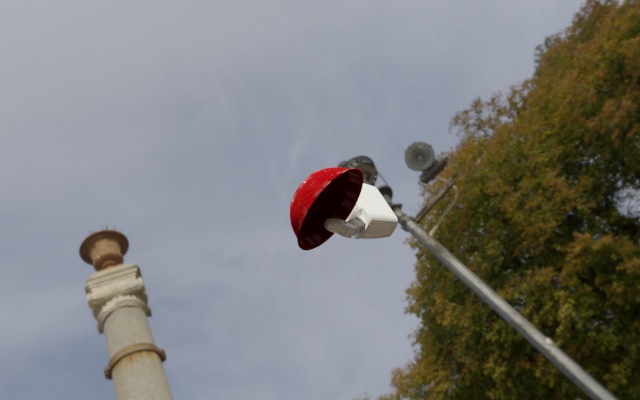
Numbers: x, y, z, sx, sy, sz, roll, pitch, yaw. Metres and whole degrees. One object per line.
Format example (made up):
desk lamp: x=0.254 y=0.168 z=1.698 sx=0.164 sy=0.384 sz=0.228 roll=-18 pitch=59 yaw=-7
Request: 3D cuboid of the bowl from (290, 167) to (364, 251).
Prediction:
bowl: x=-0.001 y=0.002 z=0.791 sx=0.055 sy=0.162 sz=0.162 roll=37 pitch=16 yaw=23
